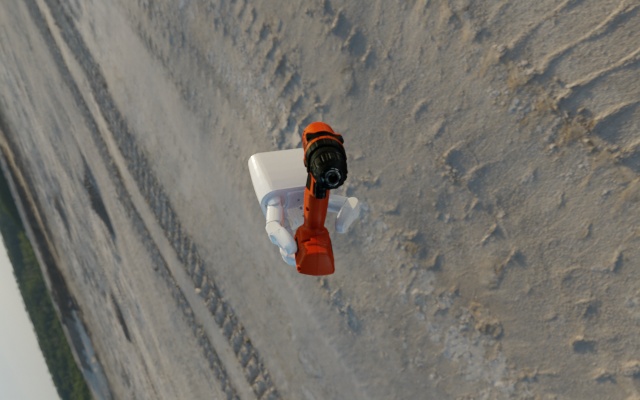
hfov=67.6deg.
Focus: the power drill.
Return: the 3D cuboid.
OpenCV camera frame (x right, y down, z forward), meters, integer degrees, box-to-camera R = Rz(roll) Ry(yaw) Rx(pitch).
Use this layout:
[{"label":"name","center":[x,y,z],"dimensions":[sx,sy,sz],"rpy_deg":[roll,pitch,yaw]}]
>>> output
[{"label":"power drill","center":[0.000,0.002,0.635],"dimensions":[0.057,0.188,0.184],"rpy_deg":[4,23,-6]}]
